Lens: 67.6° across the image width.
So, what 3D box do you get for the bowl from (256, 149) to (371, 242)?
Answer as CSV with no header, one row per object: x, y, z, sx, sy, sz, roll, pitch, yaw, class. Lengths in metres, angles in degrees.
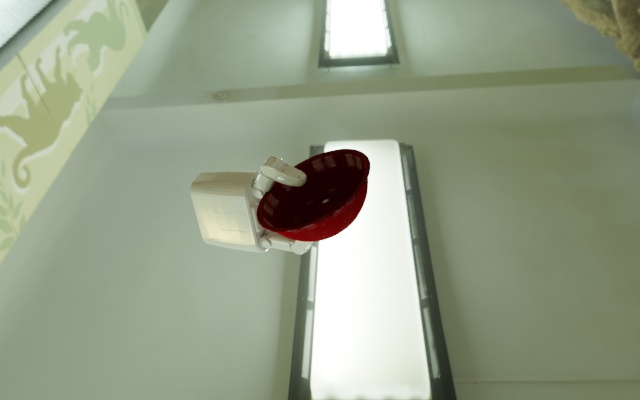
0.001,0.002,0.618,0.162,0.055,0.162,-23,31,14,bowl
